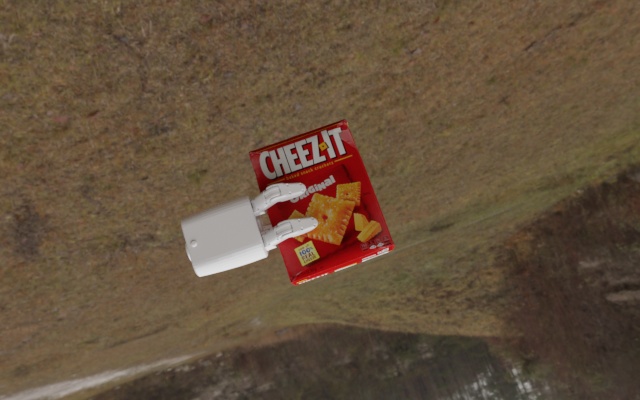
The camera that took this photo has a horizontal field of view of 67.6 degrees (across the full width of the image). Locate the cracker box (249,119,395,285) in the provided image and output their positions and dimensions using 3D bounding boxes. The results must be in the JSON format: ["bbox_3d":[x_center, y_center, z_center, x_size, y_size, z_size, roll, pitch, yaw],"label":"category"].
[{"bbox_3d":[0.000,0.003,0.736,0.164,0.213,0.072,-19,-12,-2],"label":"cracker box"}]
